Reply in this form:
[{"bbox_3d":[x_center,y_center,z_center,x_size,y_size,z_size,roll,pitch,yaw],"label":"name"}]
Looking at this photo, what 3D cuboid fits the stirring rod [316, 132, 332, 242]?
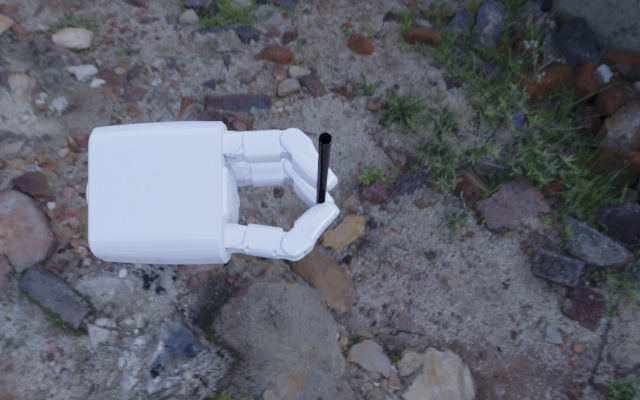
[{"bbox_3d":[0.000,0.001,0.407,0.011,0.011,0.240,0,-19,-1],"label":"stirring rod"}]
